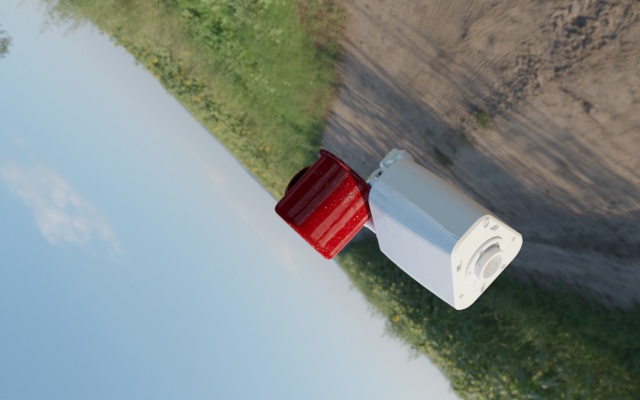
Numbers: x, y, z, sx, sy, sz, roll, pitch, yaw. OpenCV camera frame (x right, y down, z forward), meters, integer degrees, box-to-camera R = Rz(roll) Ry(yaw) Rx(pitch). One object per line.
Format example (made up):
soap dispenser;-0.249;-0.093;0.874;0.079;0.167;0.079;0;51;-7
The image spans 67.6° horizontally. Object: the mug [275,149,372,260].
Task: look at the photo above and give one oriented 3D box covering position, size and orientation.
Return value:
mug;-0.001;0.001;0.509;0.117;0.081;0.093;39;-5;45
